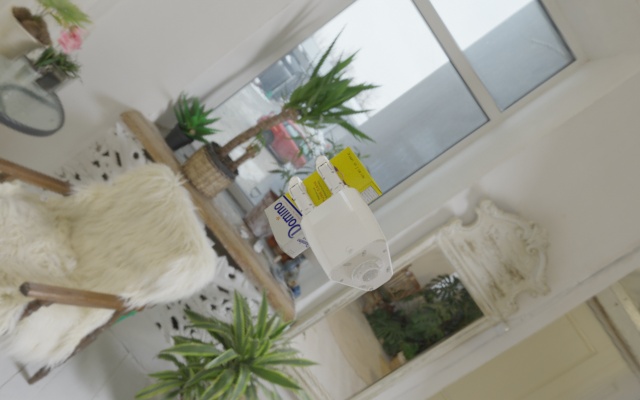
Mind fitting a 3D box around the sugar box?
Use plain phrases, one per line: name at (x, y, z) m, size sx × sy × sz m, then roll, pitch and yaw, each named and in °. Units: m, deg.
sugar box at (0.000, 0.002, 0.754) m, size 0.176 × 0.093 × 0.048 m, roll -36°, pitch -43°, yaw 7°
